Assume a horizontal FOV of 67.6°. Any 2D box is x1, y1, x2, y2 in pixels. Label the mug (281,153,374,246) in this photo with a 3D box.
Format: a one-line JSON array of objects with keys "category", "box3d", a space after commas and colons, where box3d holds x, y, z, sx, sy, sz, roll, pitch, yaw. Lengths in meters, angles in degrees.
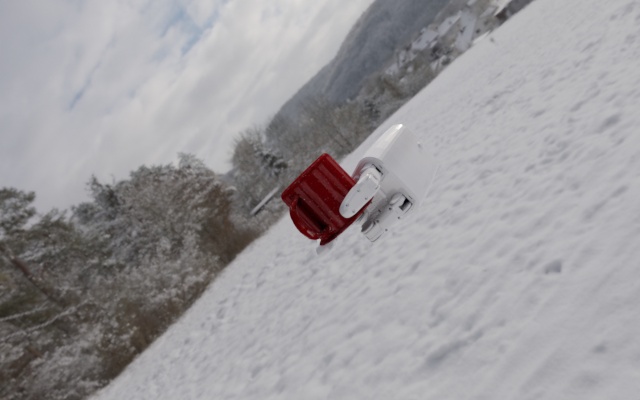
[{"category": "mug", "box3d": [-0.001, 0.003, 0.586, 0.093, 0.081, 0.117, -39, 7, 43]}]
